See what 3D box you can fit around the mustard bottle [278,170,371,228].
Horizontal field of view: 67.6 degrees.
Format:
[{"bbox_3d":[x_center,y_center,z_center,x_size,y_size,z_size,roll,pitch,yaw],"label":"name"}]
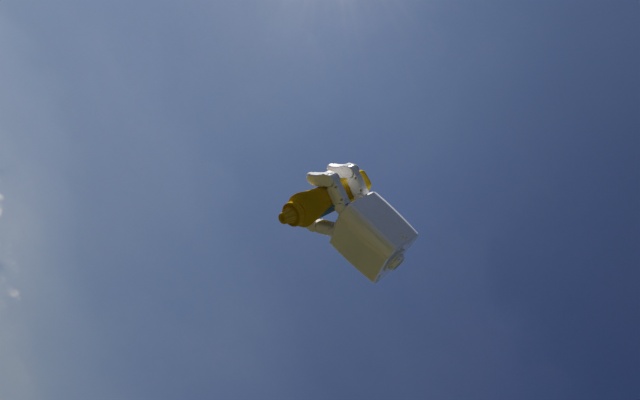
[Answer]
[{"bbox_3d":[0.000,0.002,0.822,0.191,0.058,0.096,-25,-4,-46],"label":"mustard bottle"}]
